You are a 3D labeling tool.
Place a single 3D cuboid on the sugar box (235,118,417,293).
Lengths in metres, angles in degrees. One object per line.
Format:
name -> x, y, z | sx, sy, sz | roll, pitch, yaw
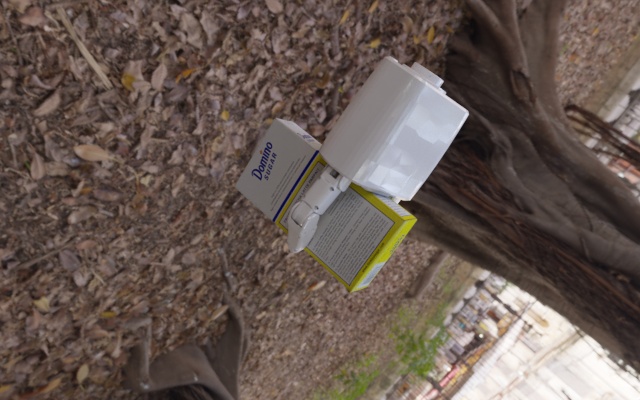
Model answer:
sugar box -> 0.000, 0.002, 0.493 | 0.176, 0.093, 0.048 | 42, 19, 23
